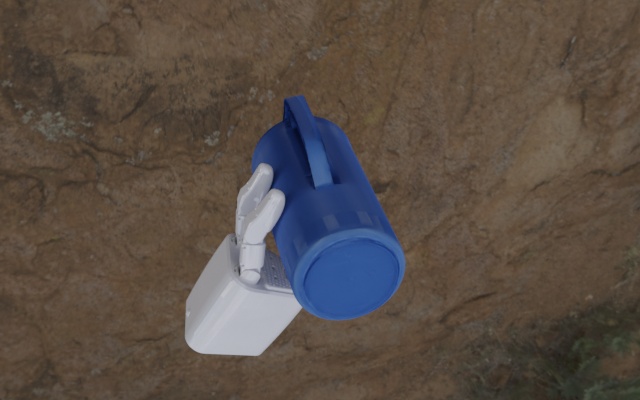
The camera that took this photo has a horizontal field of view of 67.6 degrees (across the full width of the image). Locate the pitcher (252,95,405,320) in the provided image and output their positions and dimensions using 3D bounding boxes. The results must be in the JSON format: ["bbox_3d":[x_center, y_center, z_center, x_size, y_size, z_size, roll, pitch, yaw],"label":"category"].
[{"bbox_3d":[0.000,0.002,0.521,0.149,0.145,0.242,30,19,-28],"label":"pitcher"}]
